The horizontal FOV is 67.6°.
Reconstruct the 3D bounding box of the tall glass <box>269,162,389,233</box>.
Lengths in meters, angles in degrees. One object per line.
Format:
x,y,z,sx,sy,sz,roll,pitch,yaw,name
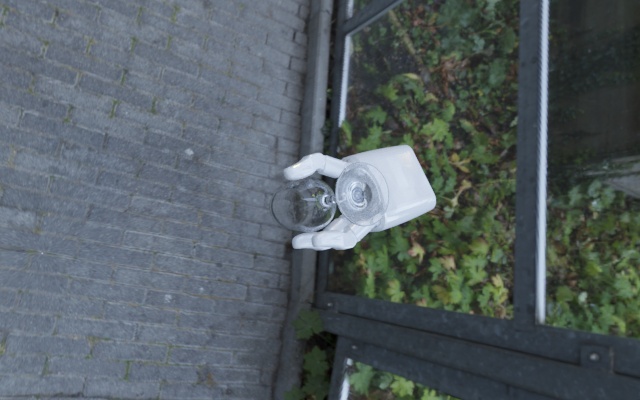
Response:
0.000,0.002,0.631,0.079,0.079,0.201,0,-6,-30,tall glass
